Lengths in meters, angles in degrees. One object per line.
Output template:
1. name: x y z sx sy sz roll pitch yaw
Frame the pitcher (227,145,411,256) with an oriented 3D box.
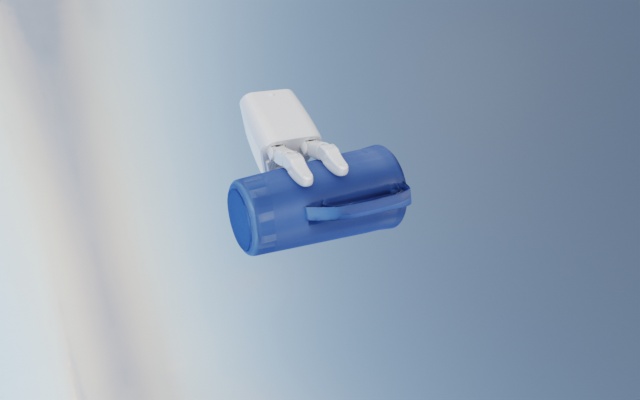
1. pitcher: 0.000 0.002 0.688 0.243 0.145 0.149 -13 -30 -26
